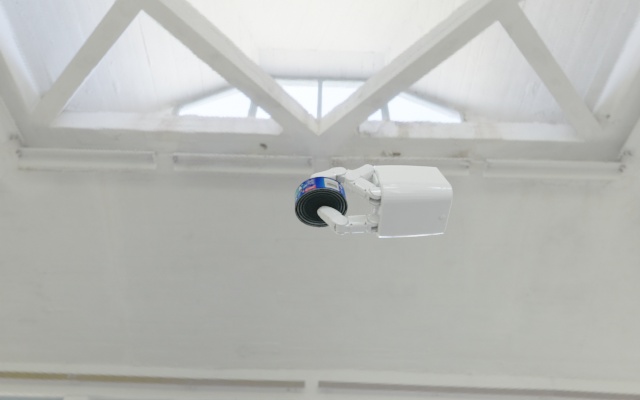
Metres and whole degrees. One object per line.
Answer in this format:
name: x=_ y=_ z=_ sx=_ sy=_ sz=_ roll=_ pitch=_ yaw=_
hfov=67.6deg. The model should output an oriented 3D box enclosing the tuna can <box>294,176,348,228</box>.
tuna can: x=0.000 y=0.002 z=0.779 sx=0.086 sy=0.086 sz=0.033 roll=0 pitch=43 yaw=-6
